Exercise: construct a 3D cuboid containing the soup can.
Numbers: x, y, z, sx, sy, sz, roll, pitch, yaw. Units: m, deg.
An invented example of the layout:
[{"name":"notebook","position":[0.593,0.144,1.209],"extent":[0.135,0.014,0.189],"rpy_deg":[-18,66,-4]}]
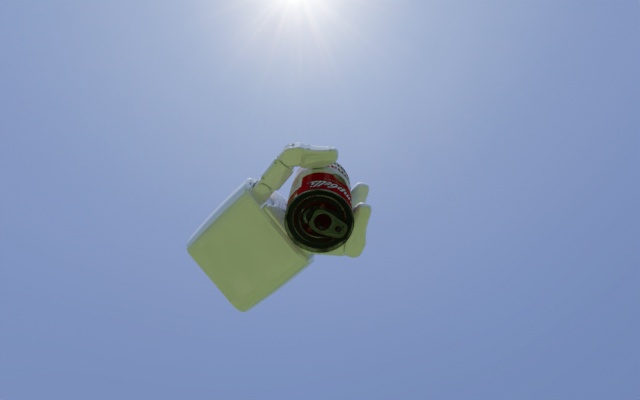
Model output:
[{"name":"soup can","position":[0.000,0.001,0.505],"extent":[0.068,0.068,0.102],"rpy_deg":[0,23,2]}]
